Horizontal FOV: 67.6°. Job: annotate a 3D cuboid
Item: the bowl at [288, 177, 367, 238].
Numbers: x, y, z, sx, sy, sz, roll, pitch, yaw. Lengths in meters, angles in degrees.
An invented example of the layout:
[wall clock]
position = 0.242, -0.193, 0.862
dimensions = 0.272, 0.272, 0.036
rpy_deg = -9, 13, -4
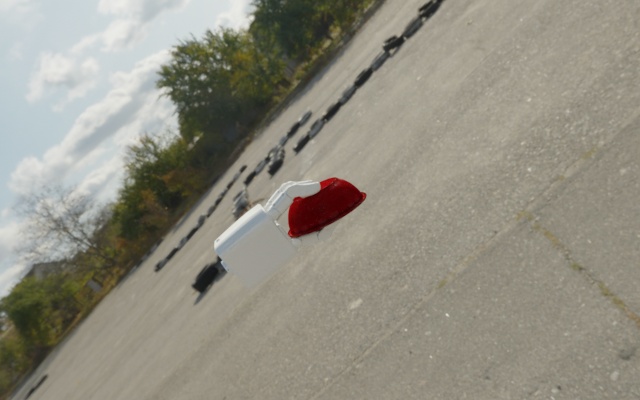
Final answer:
[bowl]
position = 0.001, 0.002, 0.864
dimensions = 0.162, 0.055, 0.162
rpy_deg = -26, 10, 5
